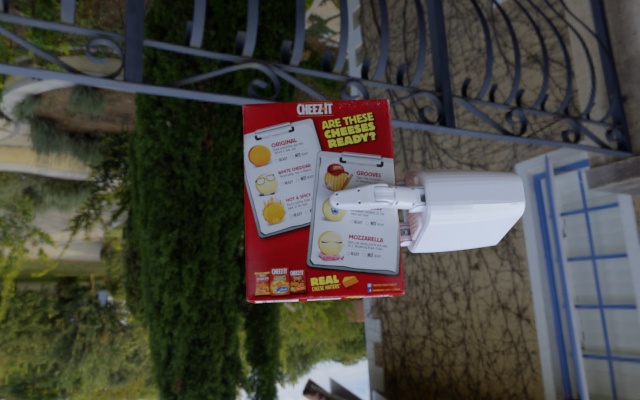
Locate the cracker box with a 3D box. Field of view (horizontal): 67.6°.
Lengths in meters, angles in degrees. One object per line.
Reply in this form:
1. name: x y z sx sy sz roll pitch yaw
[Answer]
1. cracker box: 0.000 0.002 0.531 0.164 0.213 0.072 -2 -12 -3
